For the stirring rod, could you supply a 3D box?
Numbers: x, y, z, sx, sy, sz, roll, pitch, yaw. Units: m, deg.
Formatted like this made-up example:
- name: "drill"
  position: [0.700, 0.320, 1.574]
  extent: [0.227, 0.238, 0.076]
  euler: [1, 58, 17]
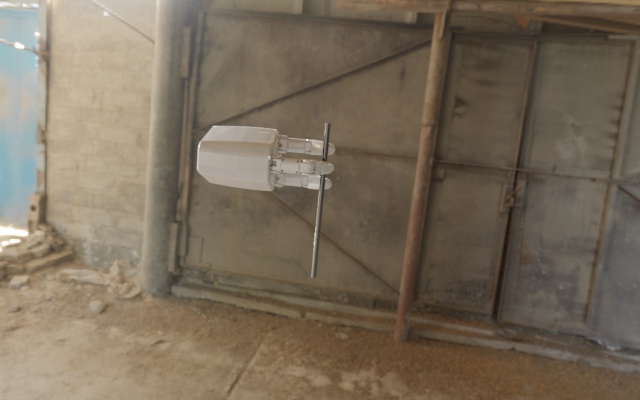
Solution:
- name: "stirring rod"
  position: [0.000, 0.003, 0.737]
  extent: [0.011, 0.239, 0.011]
  euler: [5, 8, -1]
